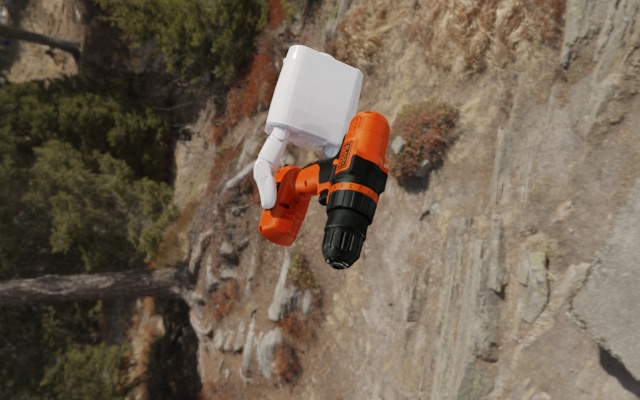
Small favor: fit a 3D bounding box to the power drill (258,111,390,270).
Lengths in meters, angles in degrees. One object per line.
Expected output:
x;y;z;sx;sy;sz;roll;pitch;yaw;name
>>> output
0.000;0.002;0.559;0.057;0.184;0.188;31;-30;-27;power drill
